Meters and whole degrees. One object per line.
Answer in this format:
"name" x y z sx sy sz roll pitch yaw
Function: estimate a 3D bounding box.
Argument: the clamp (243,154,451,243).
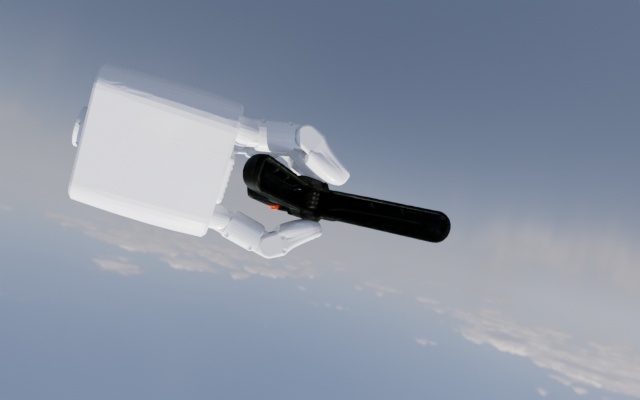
"clamp" -0.001 0.002 0.419 0.164 0.036 0.210 17 -5 -16
